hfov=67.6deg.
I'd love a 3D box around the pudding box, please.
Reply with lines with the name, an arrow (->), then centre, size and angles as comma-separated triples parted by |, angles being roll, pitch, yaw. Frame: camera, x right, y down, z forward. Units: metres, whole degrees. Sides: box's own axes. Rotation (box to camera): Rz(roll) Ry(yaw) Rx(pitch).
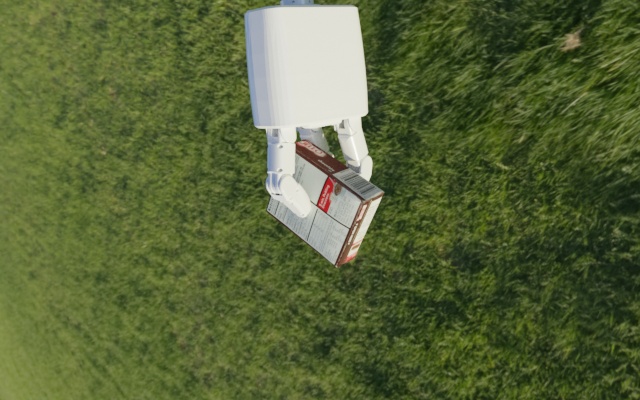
pudding box -> 0.000, 0.002, 0.507 | 0.113, 0.090, 0.039 | 38, 35, 27
